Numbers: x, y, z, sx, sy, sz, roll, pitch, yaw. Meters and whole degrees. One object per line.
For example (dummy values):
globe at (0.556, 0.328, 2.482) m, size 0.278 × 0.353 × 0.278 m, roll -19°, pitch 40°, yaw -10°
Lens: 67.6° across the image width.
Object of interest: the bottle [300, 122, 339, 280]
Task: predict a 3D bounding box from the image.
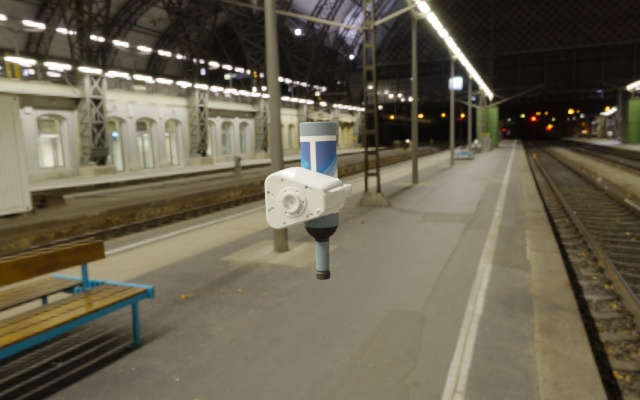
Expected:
bottle at (0.000, 0.003, 0.897) m, size 0.069 × 0.296 × 0.069 m, roll -2°, pitch 8°, yaw 0°
